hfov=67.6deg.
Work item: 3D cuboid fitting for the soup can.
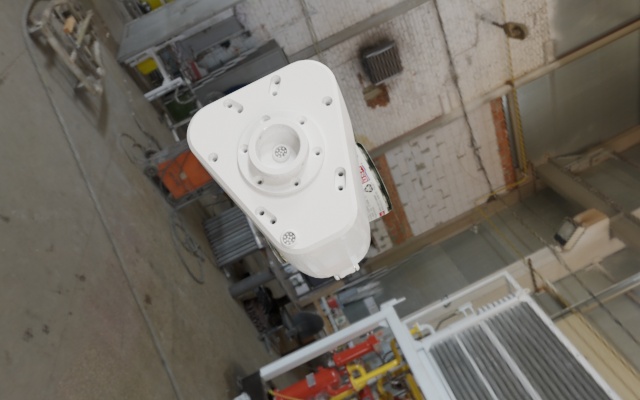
[{"bbox_3d":[0.000,0.001,0.403,0.102,0.068,0.068,-26,0,1],"label":"soup can"}]
